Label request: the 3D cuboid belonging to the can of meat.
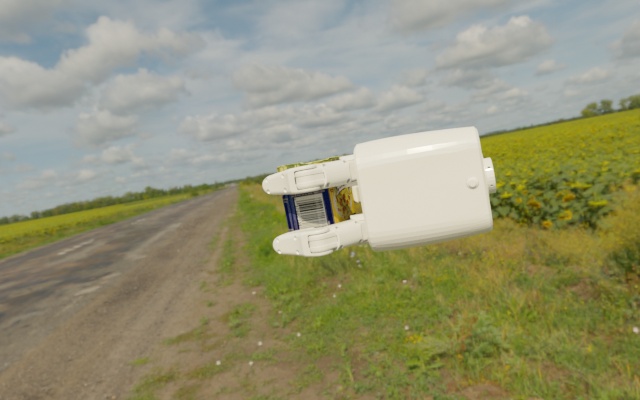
[{"bbox_3d":[0.000,0.001,0.477,0.057,0.084,0.102,-9,4,18],"label":"can of meat"}]
